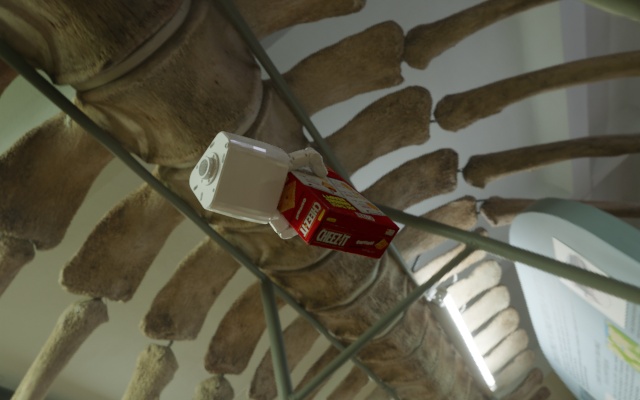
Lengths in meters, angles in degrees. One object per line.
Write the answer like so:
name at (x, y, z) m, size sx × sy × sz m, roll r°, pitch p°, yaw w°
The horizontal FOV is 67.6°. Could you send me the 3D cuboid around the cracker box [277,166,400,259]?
cracker box at (0.000, 0.002, 0.785) m, size 0.164 × 0.072 × 0.213 m, roll 15°, pitch 21°, yaw -41°
